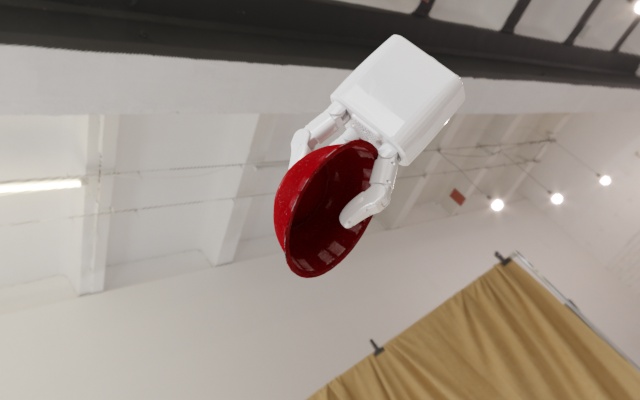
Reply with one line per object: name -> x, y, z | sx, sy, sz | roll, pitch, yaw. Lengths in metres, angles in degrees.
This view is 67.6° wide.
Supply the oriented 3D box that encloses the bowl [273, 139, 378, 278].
bowl -> -0.001, 0.002, 0.523 | 0.055, 0.162, 0.162 | 28, 15, 31
